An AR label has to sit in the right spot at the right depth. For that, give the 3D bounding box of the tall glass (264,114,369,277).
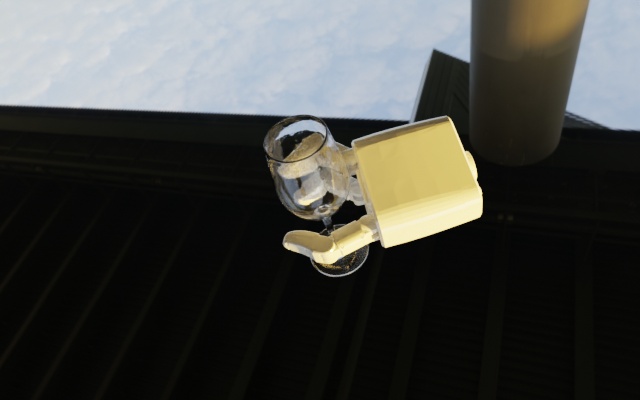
[{"bbox_3d":[0.000,0.002,0.513,0.079,0.079,0.201,0,-36,17],"label":"tall glass"}]
